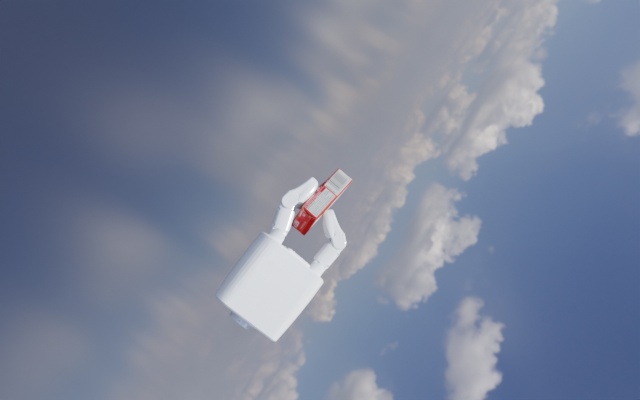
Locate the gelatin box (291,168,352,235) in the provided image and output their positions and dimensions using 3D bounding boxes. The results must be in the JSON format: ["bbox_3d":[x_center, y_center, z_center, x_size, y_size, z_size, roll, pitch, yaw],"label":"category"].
[{"bbox_3d":[0.001,0.002,0.696,0.089,0.030,0.073,-47,-3,-26],"label":"gelatin box"}]
